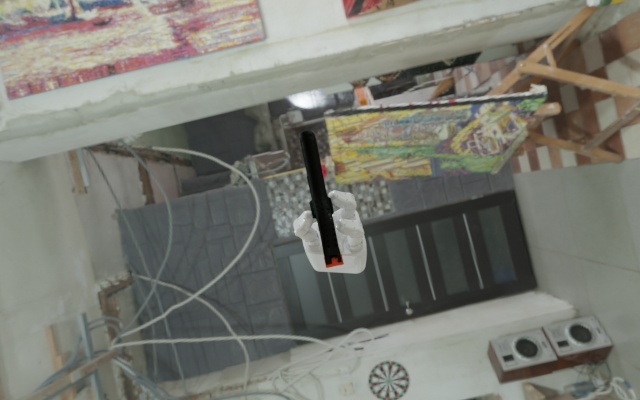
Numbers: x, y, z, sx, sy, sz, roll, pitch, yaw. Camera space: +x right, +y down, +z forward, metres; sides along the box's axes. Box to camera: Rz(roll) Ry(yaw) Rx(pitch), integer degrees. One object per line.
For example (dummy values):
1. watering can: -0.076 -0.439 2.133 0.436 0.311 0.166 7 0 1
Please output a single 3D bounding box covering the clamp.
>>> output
1. clamp: -0.001 0.003 0.770 0.036 0.209 0.165 -12 -29 -1
